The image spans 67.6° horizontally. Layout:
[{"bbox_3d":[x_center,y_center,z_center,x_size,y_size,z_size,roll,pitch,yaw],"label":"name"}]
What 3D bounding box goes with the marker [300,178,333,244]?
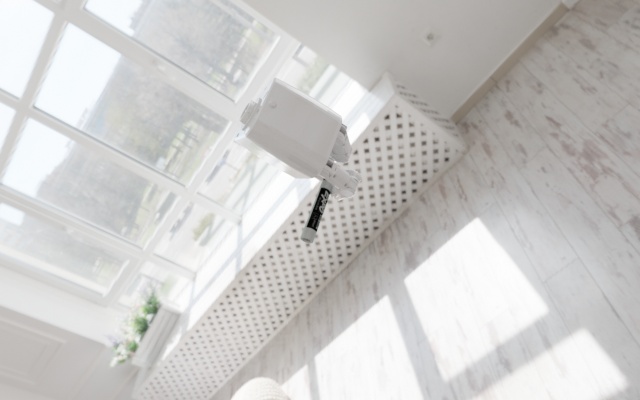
[{"bbox_3d":[0.000,0.002,0.665,0.020,0.121,0.020,17,-24,8],"label":"marker"}]
